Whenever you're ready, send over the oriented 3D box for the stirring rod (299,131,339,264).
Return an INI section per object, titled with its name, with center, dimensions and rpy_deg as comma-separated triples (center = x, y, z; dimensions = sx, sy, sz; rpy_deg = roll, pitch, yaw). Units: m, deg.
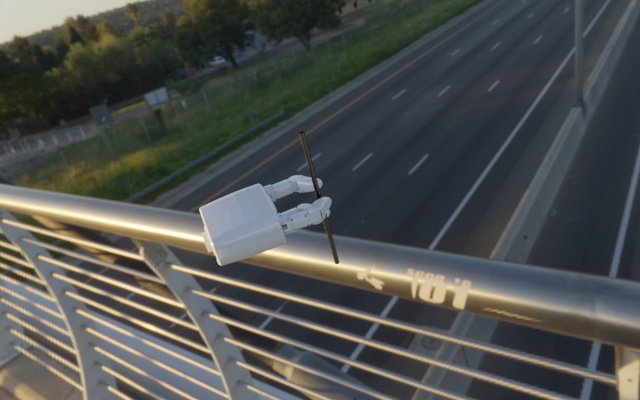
[stirring rod]
center = 0.000, 0.003, 0.770
dimensions = 0.011, 0.240, 0.011
rpy_deg = -12, 25, 6
